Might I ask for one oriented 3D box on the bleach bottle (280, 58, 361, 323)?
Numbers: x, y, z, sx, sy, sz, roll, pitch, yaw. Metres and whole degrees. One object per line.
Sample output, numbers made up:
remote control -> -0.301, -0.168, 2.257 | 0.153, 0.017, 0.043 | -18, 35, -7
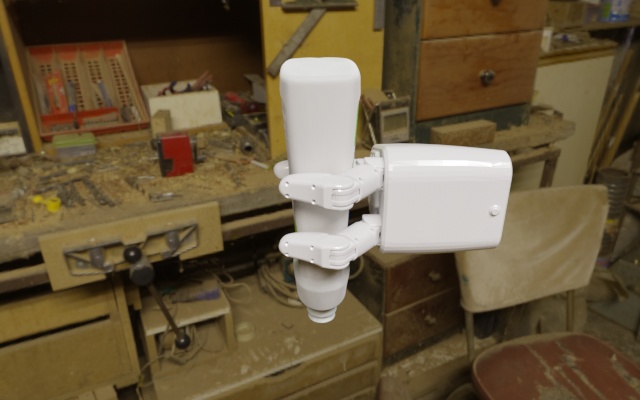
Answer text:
bleach bottle -> 0.000, 0.001, 0.451 | 0.068, 0.251, 0.102 | -1, 26, -1
